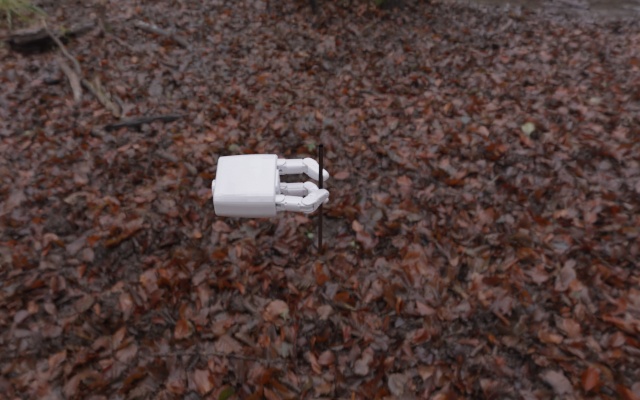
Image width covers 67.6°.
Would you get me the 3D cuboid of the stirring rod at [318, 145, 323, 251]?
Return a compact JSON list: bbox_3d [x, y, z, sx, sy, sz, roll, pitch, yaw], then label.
[{"bbox_3d":[0.000,0.003,0.868,0.011,0.240,0.011,0,39,0],"label":"stirring rod"}]
